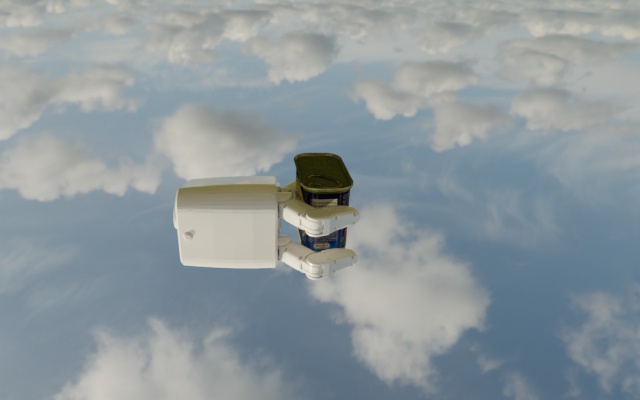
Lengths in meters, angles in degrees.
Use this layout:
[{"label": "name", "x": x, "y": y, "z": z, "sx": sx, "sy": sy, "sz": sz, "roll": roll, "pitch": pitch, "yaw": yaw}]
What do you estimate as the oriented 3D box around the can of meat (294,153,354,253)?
[{"label": "can of meat", "x": 0.000, "y": 0.002, "z": 0.554, "sx": 0.057, "sy": 0.084, "sz": 0.102, "roll": -2, "pitch": 27, "yaw": -10}]
